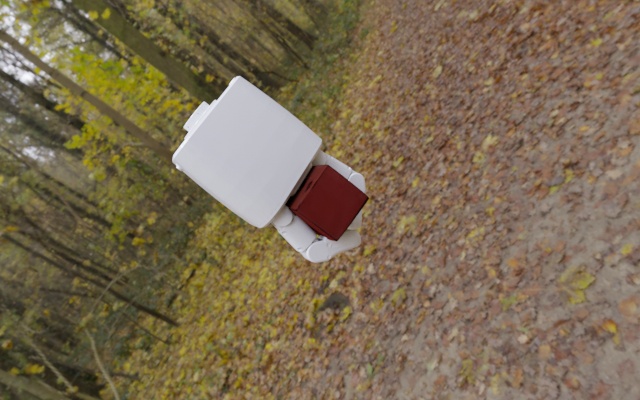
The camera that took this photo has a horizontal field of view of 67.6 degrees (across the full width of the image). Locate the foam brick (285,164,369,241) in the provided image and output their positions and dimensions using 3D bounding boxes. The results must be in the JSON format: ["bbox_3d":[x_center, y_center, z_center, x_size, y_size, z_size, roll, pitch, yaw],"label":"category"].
[{"bbox_3d":[0.000,0.002,0.466,0.051,0.053,0.078,39,-10,-15],"label":"foam brick"}]
